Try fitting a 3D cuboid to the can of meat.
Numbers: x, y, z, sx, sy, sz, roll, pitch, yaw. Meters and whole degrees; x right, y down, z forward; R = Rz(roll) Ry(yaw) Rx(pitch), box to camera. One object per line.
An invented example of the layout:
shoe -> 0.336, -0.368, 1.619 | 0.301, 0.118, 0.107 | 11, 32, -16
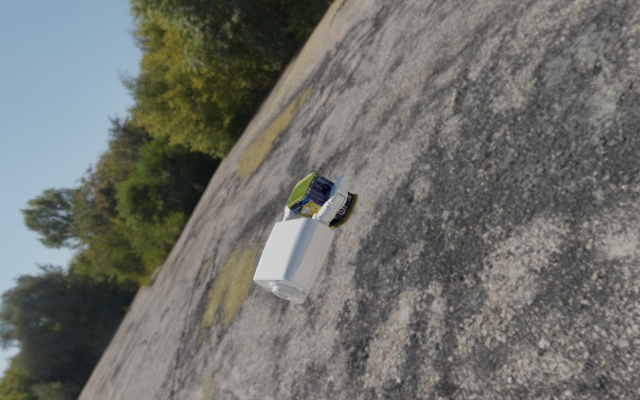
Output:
can of meat -> 0.000, 0.002, 0.795 | 0.084, 0.057, 0.102 | 30, -24, -14
